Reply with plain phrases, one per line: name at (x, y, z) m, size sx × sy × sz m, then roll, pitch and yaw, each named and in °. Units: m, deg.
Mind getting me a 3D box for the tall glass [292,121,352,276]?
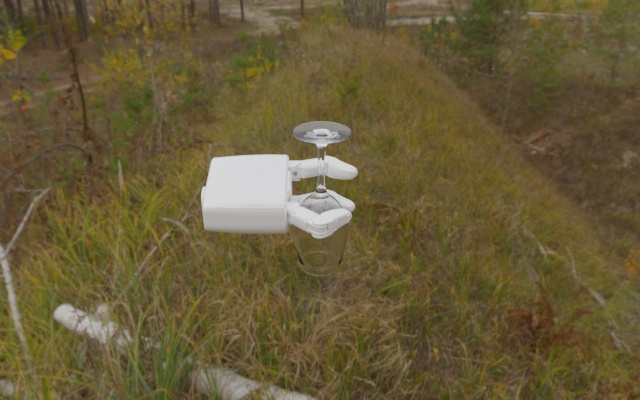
tall glass at (0.000, 0.002, 0.637) m, size 0.079 × 0.201 × 0.079 m, roll 0°, pitch 28°, yaw 0°
